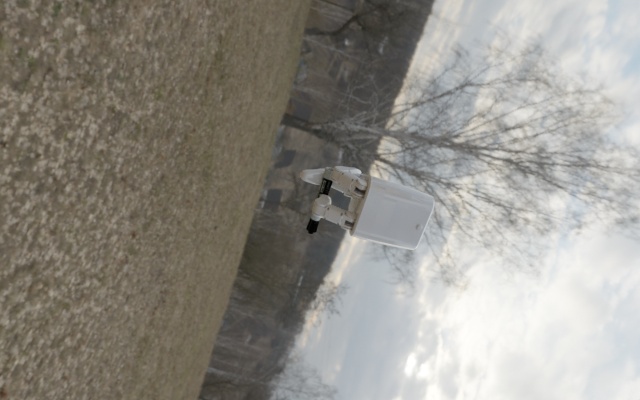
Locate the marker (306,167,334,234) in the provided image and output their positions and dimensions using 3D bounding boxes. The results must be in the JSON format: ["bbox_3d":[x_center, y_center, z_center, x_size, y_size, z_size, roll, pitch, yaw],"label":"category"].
[{"bbox_3d":[0.000,0.003,0.795,0.020,0.121,0.020,15,22,-6],"label":"marker"}]
